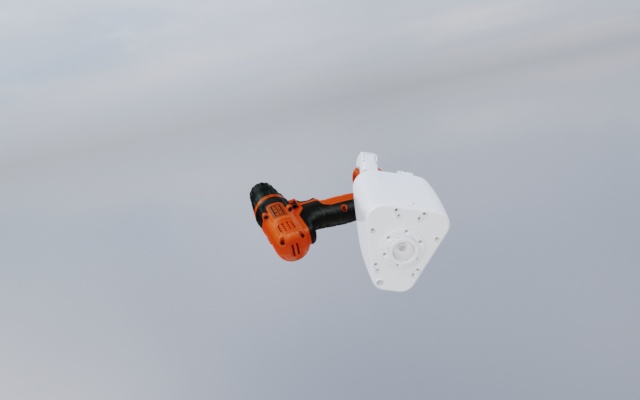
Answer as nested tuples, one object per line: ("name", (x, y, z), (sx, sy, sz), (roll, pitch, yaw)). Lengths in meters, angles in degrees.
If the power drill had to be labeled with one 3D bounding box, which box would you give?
("power drill", (0.001, 0.002, 0.676), (0.187, 0.057, 0.184), (-20, 33, -12))
